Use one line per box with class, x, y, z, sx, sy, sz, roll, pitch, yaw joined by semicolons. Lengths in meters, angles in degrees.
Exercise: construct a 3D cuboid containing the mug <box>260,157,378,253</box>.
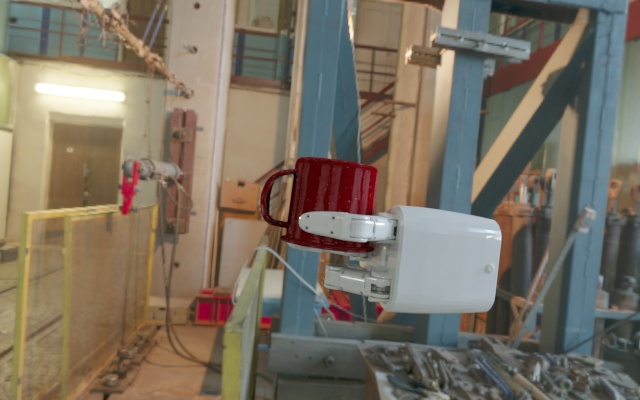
mug;-0.001;0.001;0.462;0.117;0.081;0.093;7;1;-15
